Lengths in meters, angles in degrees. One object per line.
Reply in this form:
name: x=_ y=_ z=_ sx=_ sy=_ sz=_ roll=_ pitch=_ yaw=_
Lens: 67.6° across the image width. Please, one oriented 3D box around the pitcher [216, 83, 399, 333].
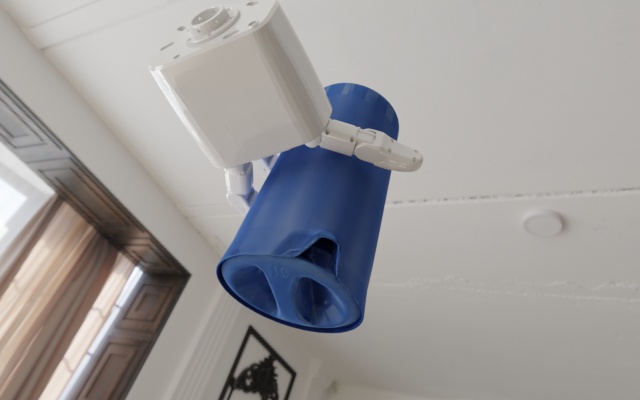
pitcher: x=0.000 y=0.001 z=0.484 sx=0.149 sy=0.242 sz=0.145 roll=-3 pitch=-42 yaw=29
